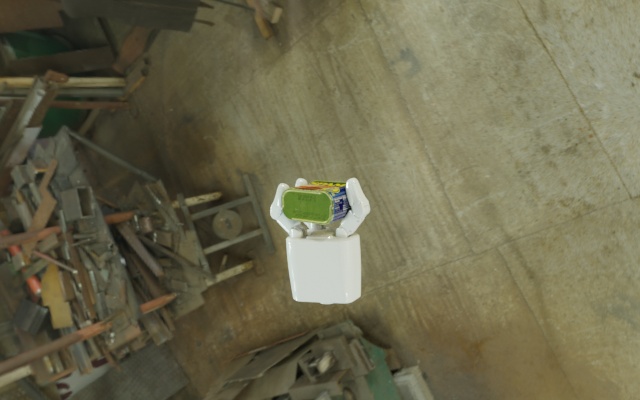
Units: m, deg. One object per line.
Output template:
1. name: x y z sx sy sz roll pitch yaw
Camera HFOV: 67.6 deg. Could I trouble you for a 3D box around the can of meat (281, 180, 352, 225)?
1. can of meat: 0.000 0.002 0.762 0.102 0.057 0.084 5 13 34
